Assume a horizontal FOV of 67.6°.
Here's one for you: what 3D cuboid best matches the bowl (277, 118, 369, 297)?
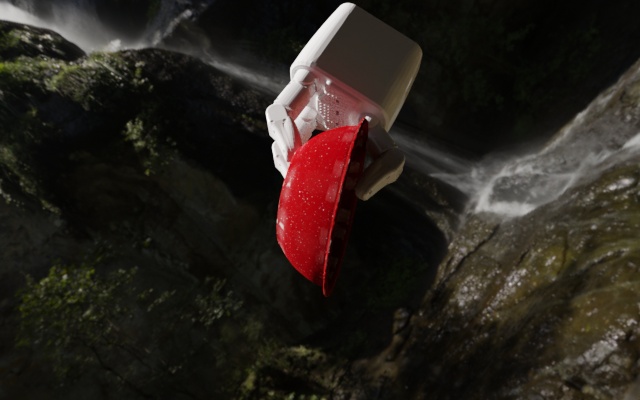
[{"bbox_3d":[-0.001,0.002,0.430,0.055,0.162,0.162,12,2,8],"label":"bowl"}]
